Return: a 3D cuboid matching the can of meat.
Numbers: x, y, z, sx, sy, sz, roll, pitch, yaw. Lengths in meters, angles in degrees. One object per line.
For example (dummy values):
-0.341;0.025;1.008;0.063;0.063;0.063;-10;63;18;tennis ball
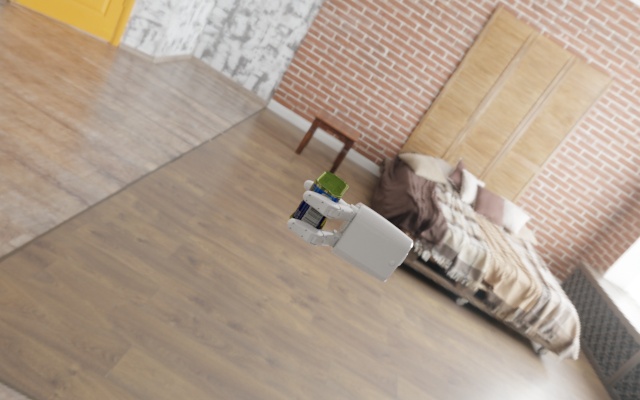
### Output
0.000;0.002;0.814;0.057;0.084;0.102;34;20;2;can of meat
